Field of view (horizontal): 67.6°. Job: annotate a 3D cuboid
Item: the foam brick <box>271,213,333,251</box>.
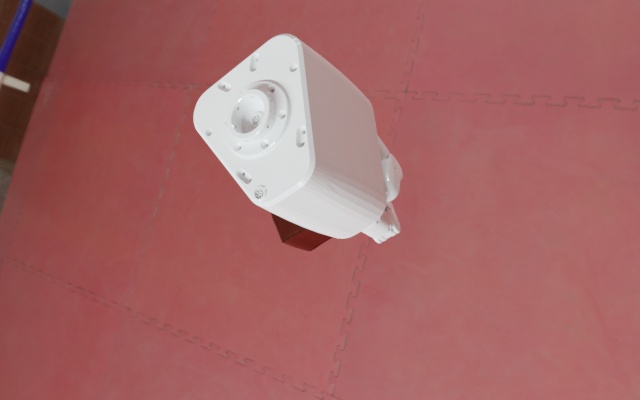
[{"bbox_3d":[0.000,0.002,0.417,0.078,0.053,0.051,-33,-26,19],"label":"foam brick"}]
